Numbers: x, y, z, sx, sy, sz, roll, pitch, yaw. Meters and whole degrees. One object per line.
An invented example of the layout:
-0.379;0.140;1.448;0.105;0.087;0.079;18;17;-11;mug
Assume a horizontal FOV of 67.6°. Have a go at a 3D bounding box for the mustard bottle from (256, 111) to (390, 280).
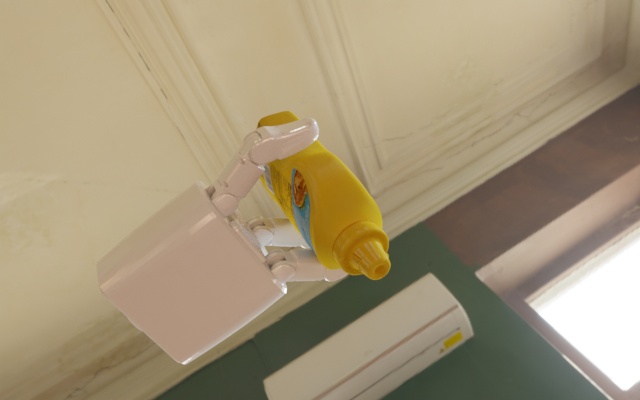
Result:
0.000;0.001;0.400;0.058;0.096;0.191;-19;37;-17;mustard bottle
